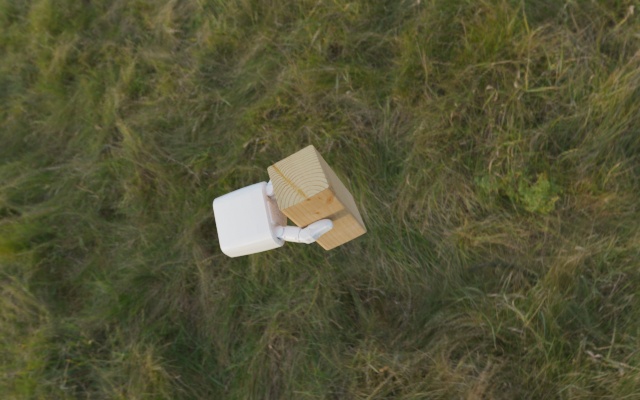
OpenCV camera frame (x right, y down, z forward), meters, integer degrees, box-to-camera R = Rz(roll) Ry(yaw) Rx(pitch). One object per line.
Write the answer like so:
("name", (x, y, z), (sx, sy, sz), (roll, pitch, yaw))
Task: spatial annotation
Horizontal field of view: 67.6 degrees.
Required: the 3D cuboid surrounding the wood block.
("wood block", (0.000, 0.003, 0.851), (0.090, 0.090, 0.206), (-26, -31, 11))
